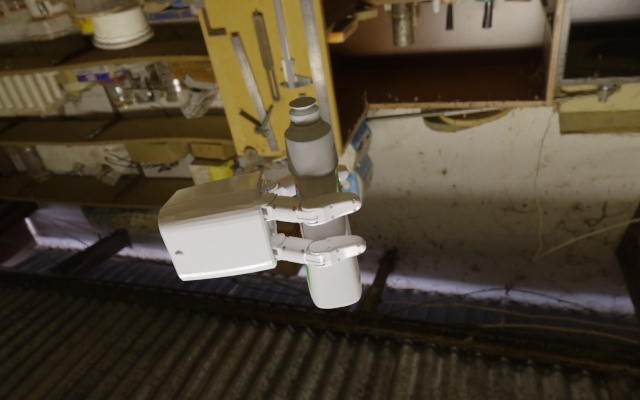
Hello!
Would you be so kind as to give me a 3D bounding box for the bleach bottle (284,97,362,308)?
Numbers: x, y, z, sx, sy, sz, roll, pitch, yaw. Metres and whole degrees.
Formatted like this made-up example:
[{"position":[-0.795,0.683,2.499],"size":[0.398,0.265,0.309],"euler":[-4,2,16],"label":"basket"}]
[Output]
[{"position":[0.000,0.002,0.547],"size":[0.068,0.251,0.102],"euler":[-10,33,0],"label":"bleach bottle"}]
